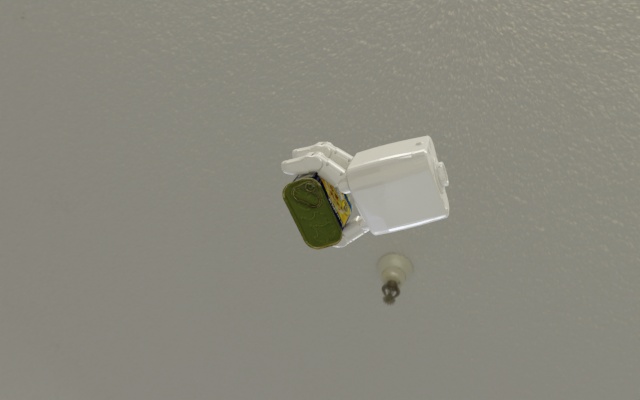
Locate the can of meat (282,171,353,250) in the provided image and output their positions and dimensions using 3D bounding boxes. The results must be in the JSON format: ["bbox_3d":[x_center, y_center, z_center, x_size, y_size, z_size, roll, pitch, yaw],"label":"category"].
[{"bbox_3d":[0.000,0.002,0.664,0.057,0.102,0.084,-18,18,24],"label":"can of meat"}]
